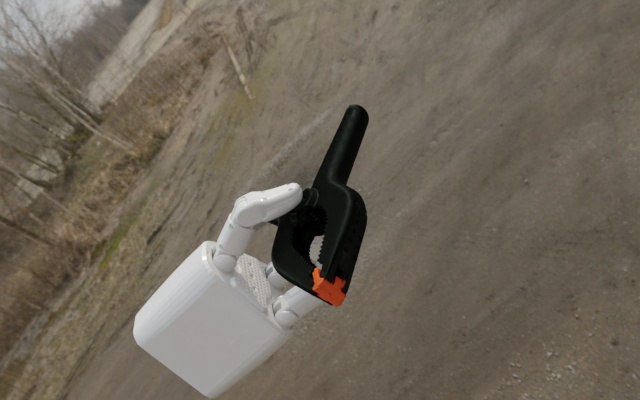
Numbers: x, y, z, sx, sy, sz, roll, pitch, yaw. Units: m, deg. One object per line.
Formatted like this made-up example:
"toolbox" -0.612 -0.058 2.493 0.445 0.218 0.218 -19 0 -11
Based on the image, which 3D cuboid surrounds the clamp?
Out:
"clamp" -0.001 0.001 0.421 0.036 0.164 0.210 40 14 -29
